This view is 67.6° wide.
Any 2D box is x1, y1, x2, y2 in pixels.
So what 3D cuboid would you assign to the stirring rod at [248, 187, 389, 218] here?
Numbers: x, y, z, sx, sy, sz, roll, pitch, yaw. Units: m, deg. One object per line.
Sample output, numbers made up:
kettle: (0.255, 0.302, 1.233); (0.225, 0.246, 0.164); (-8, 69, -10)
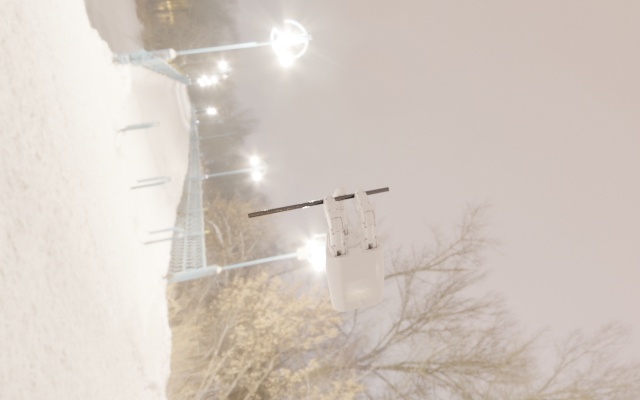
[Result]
stirring rod: (0.000, 0.003, 0.788); (0.239, 0.011, 0.011); (-11, 2, -12)
